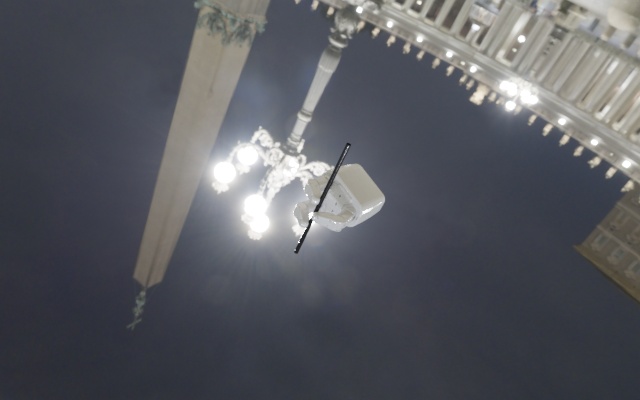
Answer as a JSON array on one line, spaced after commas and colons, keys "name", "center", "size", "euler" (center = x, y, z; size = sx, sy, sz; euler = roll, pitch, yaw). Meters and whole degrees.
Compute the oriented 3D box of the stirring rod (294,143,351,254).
[{"name": "stirring rod", "center": [0.000, 0.003, 0.836], "size": [0.011, 0.240, 0.011], "euler": [19, 30, -12]}]
